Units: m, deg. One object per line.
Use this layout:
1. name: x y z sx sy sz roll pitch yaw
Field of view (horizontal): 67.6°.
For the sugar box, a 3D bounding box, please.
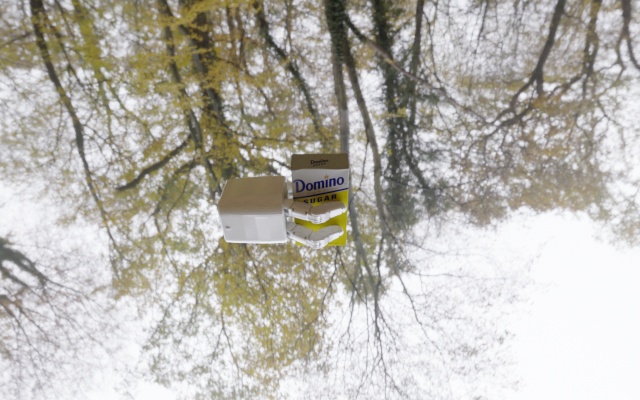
1. sugar box: 0.000 0.003 0.802 0.093 0.176 0.048 -1 45 1
